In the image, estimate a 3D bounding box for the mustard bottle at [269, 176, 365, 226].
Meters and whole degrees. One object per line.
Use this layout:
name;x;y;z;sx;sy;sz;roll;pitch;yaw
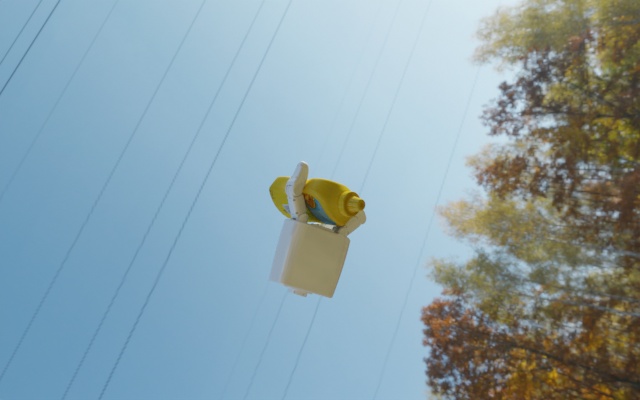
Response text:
mustard bottle;0.000;0.002;0.809;0.191;0.058;0.096;5;-40;48
